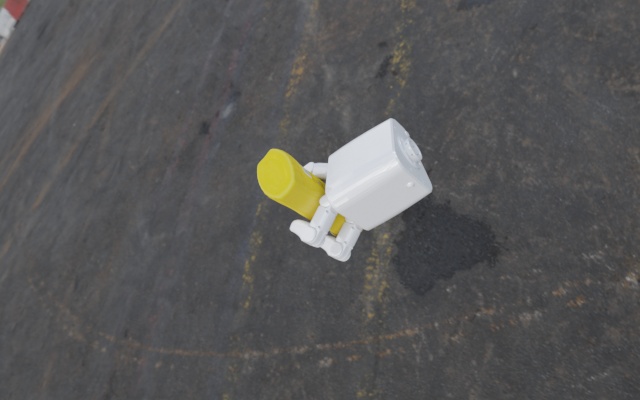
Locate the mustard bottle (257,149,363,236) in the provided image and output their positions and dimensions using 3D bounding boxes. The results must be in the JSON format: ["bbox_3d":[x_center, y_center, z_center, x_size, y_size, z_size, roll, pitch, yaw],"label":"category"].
[{"bbox_3d":[0.000,0.002,0.681,0.192,0.058,0.096,33,11,-40],"label":"mustard bottle"}]
